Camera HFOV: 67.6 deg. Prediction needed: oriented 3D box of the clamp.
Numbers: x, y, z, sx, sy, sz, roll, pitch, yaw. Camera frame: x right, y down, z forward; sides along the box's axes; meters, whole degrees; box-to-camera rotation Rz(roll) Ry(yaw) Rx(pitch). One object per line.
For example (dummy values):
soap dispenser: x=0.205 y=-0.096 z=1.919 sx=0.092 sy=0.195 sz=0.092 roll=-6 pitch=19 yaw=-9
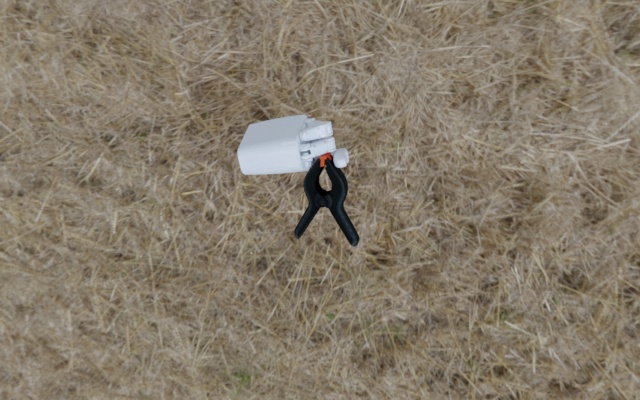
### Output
clamp: x=0.000 y=0.003 z=0.837 sx=0.120 sy=0.171 sz=0.039 roll=-4 pitch=17 yaw=15
